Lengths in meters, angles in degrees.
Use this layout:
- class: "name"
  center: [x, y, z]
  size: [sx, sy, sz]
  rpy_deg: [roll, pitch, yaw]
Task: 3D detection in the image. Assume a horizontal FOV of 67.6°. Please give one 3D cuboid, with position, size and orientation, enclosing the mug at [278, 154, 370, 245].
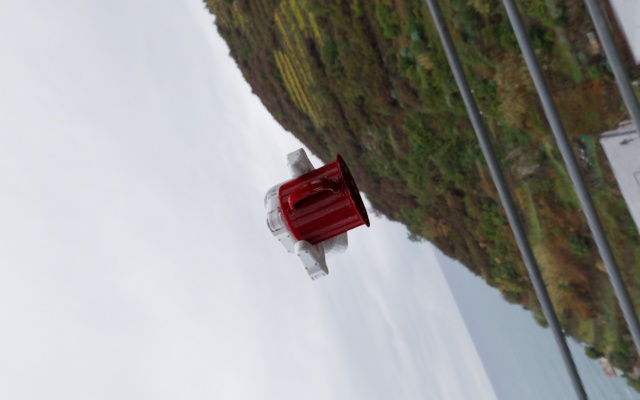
- class: "mug"
  center: [0.000, 0.002, 0.549]
  size: [0.081, 0.093, 0.117]
  rpy_deg: [-23, -15, 10]
